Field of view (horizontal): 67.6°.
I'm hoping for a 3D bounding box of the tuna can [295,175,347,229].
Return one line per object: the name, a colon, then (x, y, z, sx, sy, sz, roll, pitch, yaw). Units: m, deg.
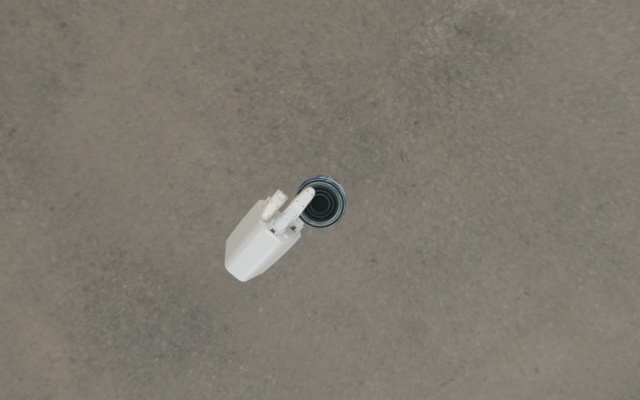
tuna can: (0.000, 0.003, 0.786, 0.086, 0.086, 0.033, 0, 12, 6)
